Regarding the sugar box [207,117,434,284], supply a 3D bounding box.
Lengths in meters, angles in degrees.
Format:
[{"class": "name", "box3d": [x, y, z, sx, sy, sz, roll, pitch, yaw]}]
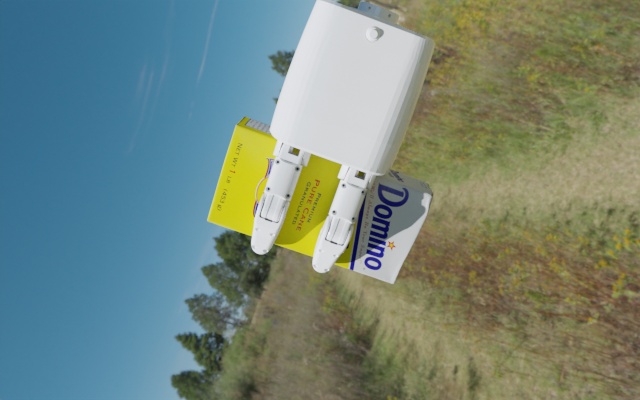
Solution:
[{"class": "sugar box", "box3d": [0.000, 0.001, 0.421, 0.176, 0.093, 0.048, 19, 19, -3]}]
